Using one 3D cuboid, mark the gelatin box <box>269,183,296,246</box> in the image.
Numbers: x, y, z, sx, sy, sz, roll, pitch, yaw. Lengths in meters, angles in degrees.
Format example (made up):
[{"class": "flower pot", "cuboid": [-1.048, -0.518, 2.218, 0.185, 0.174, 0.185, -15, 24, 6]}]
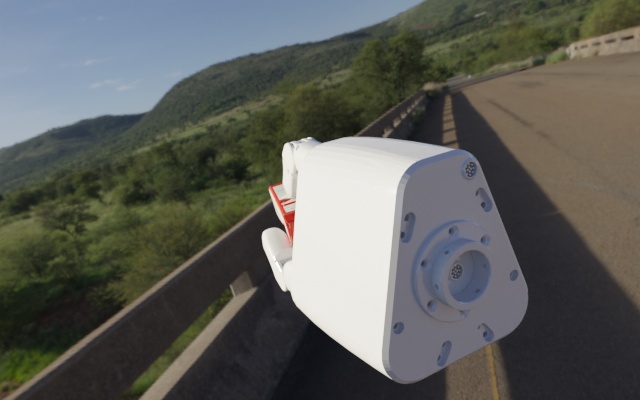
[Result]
[{"class": "gelatin box", "cuboid": [0.000, 0.001, 0.403, 0.073, 0.030, 0.089, -18, 19, -8]}]
